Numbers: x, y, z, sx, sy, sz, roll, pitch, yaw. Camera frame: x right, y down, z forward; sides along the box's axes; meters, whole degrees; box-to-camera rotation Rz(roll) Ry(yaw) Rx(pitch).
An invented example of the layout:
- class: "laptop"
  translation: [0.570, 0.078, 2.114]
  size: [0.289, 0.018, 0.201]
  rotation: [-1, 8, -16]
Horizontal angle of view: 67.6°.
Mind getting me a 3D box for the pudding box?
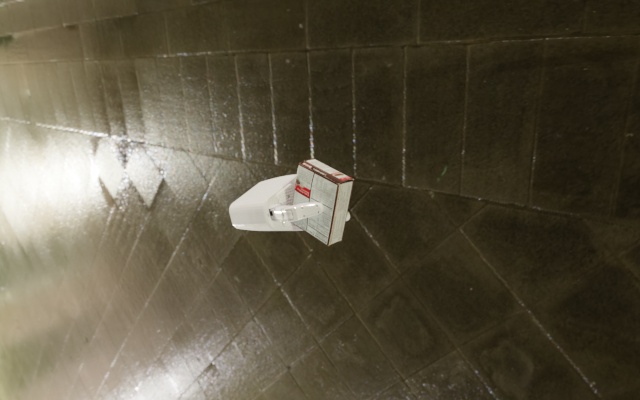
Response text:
- class: "pudding box"
  translation: [0.000, 0.002, 0.753]
  size: [0.090, 0.113, 0.039]
  rotation: [29, 35, 34]
